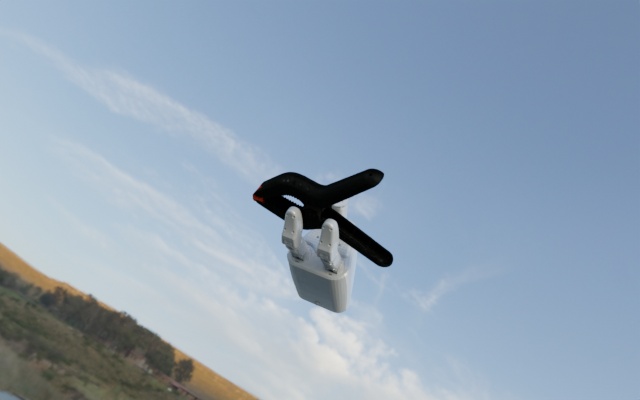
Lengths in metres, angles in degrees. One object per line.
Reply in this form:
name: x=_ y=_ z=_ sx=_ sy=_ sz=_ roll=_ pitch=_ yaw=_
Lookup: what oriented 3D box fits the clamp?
clamp: x=0.000 y=0.002 z=0.633 sx=0.210 sy=0.165 sz=0.036 roll=19 pitch=49 yaw=22
